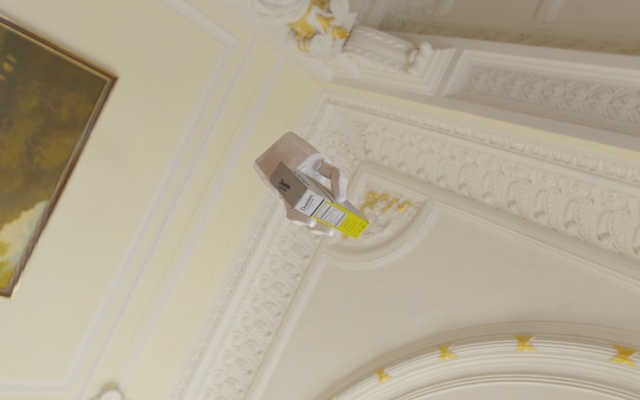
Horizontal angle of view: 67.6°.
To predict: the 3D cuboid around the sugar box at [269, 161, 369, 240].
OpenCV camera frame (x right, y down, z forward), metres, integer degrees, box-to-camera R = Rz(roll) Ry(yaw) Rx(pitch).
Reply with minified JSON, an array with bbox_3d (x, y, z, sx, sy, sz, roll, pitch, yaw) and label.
[{"bbox_3d":[0.000,0.003,0.812,0.176,0.048,0.093,26,15,-45],"label":"sugar box"}]
